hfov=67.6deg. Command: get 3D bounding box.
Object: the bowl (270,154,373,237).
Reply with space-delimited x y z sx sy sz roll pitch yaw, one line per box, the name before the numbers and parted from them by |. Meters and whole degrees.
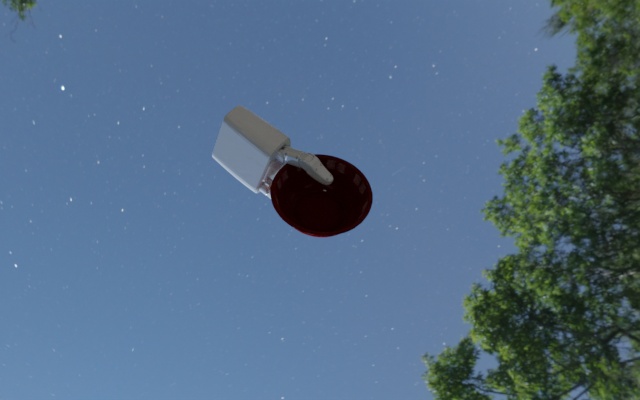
bowl | 0.001 0.004 0.768 0.162 0.162 0.055 0 -38 -6
